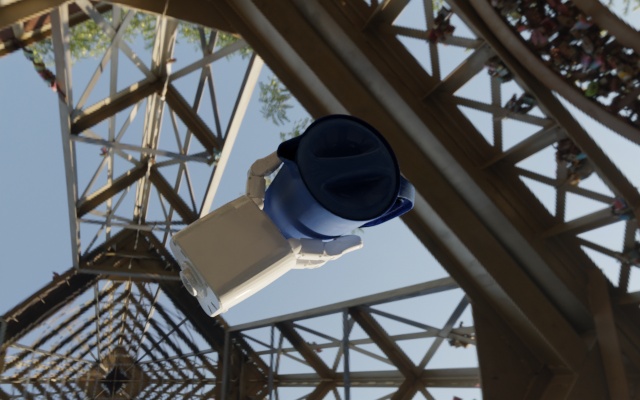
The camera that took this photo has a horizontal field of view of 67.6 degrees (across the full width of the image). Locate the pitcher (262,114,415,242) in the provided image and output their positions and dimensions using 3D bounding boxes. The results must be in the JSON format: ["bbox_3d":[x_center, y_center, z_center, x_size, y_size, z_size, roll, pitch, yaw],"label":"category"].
[{"bbox_3d":[0.000,0.002,0.644,0.145,0.149,0.243,-32,-4,-30],"label":"pitcher"}]
